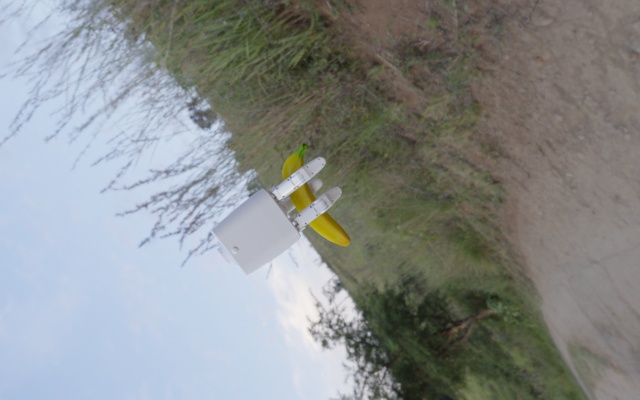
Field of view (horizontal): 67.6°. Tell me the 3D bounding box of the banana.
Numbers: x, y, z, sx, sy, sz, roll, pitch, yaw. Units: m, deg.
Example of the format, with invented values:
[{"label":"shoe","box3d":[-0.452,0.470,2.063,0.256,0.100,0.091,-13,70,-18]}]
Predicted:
[{"label":"banana","box3d":[-0.015,0.001,0.802,0.069,0.198,0.037,-3,33,41]}]
